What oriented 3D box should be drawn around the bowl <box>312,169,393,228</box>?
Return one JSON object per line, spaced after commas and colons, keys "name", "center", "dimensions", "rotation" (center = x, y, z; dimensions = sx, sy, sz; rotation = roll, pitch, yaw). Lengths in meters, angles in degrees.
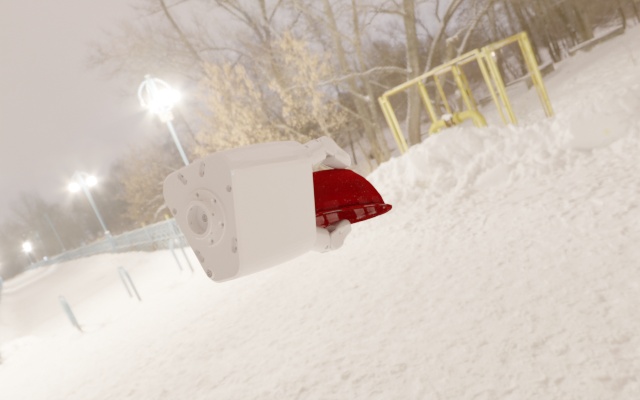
{"name": "bowl", "center": [0.000, 0.002, 0.563], "dimensions": [0.162, 0.055, 0.162], "rotation": [-12, -10, -2]}
